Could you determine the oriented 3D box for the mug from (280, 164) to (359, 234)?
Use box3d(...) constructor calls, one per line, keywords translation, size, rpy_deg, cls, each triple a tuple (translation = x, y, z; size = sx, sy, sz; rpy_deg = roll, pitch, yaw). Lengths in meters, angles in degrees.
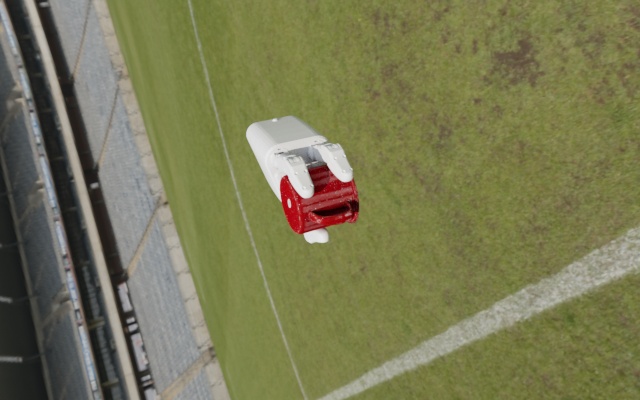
box3d(translation=(0.000, 0.003, 0.631), size=(0.081, 0.093, 0.117), rpy_deg=(-16, 32, -18), cls="mug")
